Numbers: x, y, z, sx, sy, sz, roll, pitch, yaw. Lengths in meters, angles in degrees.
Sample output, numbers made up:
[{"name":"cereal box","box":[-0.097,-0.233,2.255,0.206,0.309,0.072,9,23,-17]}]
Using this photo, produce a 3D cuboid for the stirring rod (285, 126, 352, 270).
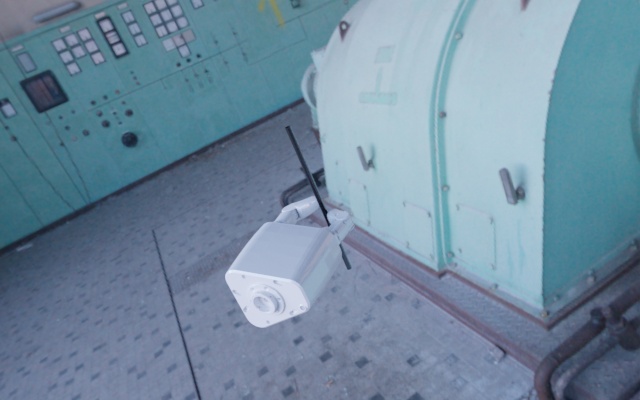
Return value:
[{"name":"stirring rod","box":[0.000,0.002,0.694,0.011,0.240,0.011,-20,22,8]}]
